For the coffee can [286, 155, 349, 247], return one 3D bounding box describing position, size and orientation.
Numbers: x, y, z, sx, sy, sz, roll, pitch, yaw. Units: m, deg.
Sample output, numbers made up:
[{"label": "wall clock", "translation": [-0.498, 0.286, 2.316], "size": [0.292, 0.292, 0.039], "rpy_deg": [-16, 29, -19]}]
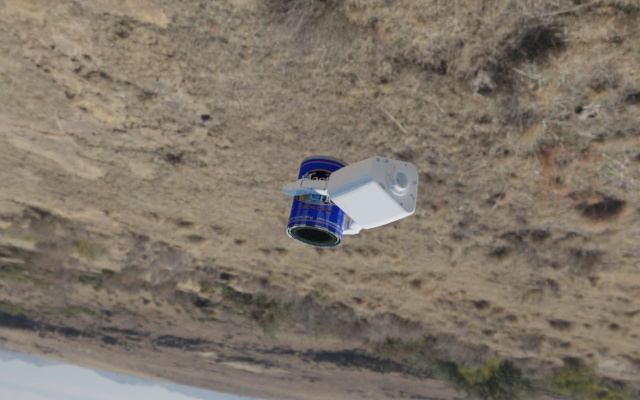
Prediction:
[{"label": "coffee can", "translation": [0.000, 0.003, 0.879], "size": [0.103, 0.140, 0.103], "rpy_deg": [9, -24, 4]}]
